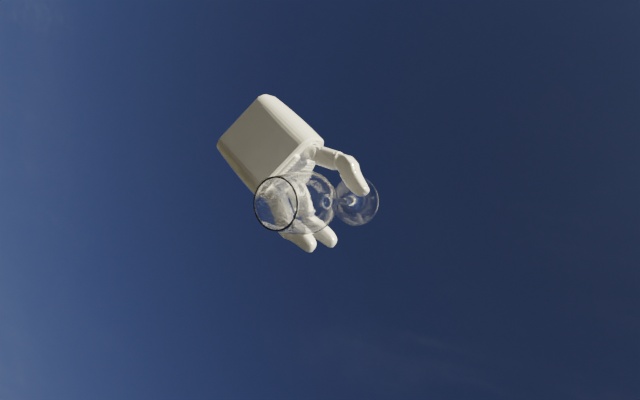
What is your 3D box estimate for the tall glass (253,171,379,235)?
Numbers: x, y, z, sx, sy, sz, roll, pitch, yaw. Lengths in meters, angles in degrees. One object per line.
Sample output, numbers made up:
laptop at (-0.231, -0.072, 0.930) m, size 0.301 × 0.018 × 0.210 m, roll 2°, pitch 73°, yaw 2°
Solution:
tall glass at (0.001, 0.002, 0.615) m, size 0.079 × 0.079 × 0.201 m, roll 0°, pitch 1°, yaw 31°
